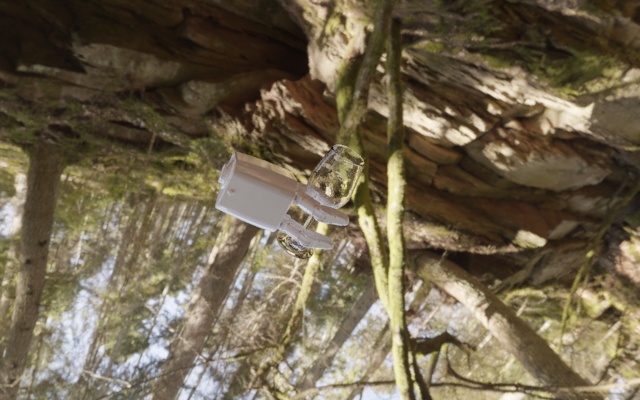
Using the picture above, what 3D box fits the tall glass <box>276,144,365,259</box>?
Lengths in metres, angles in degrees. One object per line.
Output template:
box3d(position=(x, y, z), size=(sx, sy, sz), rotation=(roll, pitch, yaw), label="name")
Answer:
box3d(position=(0.000, 0.003, 0.813), size=(0.079, 0.201, 0.079), rotation=(25, 27, -13), label="tall glass")
